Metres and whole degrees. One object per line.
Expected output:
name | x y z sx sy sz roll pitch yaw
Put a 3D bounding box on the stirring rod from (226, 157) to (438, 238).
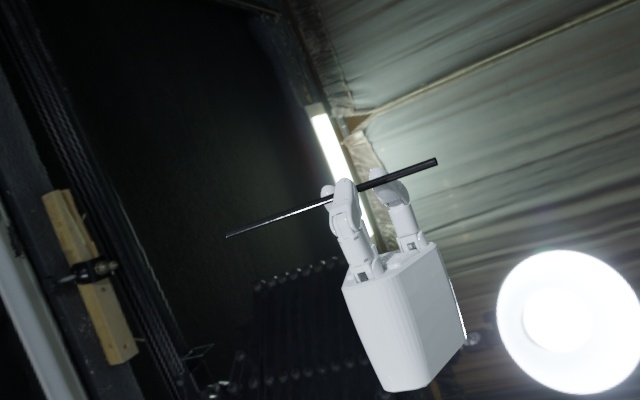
stirring rod | 0.000 0.002 0.472 0.239 0.011 0.011 -20 -9 26
